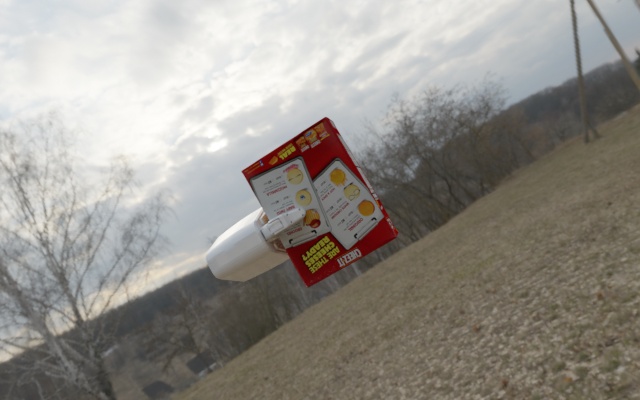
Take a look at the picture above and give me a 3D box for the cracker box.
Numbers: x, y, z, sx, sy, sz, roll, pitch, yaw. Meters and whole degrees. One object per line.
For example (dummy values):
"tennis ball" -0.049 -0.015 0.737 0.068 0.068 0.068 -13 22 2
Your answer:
"cracker box" 0.000 0.002 0.759 0.164 0.213 0.072 -31 -4 13
